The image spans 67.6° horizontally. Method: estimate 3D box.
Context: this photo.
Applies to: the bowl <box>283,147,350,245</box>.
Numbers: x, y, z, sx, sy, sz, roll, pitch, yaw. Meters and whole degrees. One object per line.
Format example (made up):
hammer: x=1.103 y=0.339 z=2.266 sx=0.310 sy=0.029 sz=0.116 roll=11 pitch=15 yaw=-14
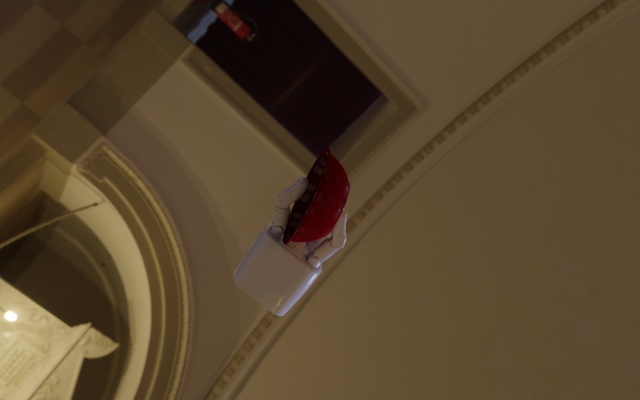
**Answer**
bowl: x=0.001 y=0.002 z=0.728 sx=0.055 sy=0.162 sz=0.162 roll=24 pitch=-4 yaw=-10
